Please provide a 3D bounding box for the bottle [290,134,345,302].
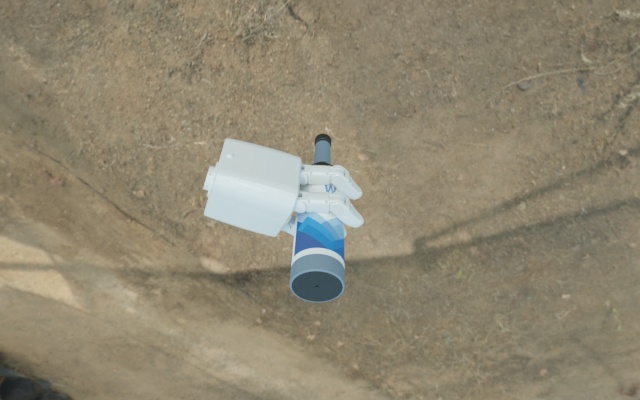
[{"bbox_3d":[0.000,0.002,0.680,0.069,0.069,0.295,0,44,2],"label":"bottle"}]
